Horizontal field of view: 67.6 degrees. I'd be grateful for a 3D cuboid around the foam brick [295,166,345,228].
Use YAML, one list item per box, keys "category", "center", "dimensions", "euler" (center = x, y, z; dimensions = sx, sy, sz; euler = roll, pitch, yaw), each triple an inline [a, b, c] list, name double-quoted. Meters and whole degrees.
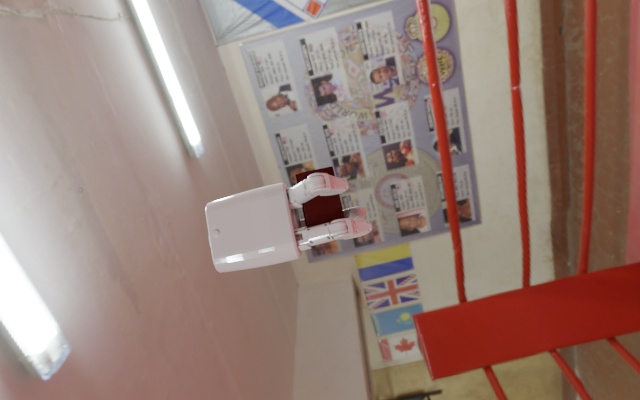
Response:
- category: "foam brick"
  center: [0.000, 0.002, 0.632]
  dimensions: [0.051, 0.078, 0.053]
  euler: [-12, -15, 0]
